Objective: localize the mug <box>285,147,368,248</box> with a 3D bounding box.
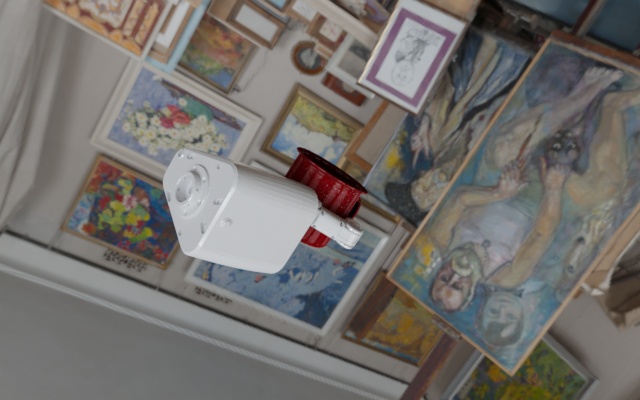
[{"bbox_3d":[0.001,0.002,0.546,0.117,0.081,0.093,21,16,-47],"label":"mug"}]
